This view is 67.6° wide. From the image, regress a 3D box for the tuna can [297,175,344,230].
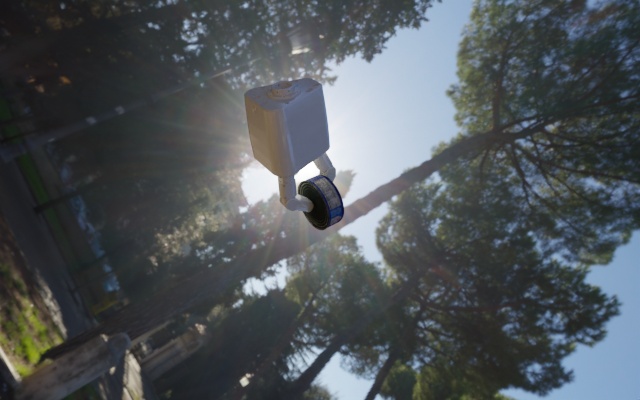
[{"bbox_3d":[0.001,0.002,0.770,0.033,0.086,0.086,-25,12,-27],"label":"tuna can"}]
